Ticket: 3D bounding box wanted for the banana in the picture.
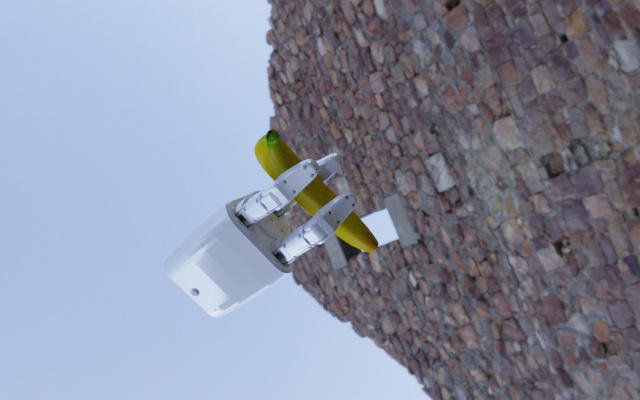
[{"bbox_3d":[-0.010,-0.008,0.507,0.198,0.037,0.069,44,0,-36],"label":"banana"}]
